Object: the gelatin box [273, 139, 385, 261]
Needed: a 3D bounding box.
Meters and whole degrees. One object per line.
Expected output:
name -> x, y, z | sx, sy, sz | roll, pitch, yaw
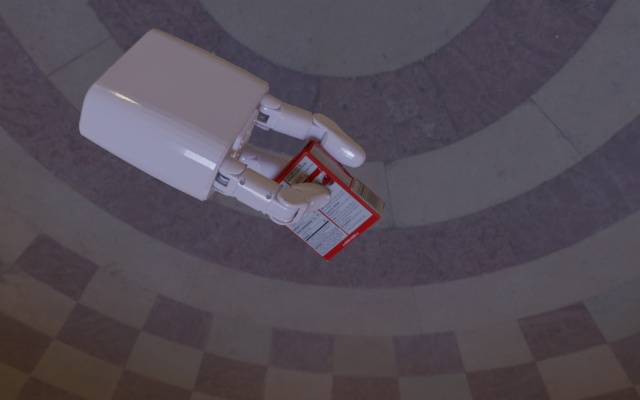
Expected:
gelatin box -> 0.000, 0.002, 0.425 | 0.073, 0.089, 0.030 | -43, 11, 31
